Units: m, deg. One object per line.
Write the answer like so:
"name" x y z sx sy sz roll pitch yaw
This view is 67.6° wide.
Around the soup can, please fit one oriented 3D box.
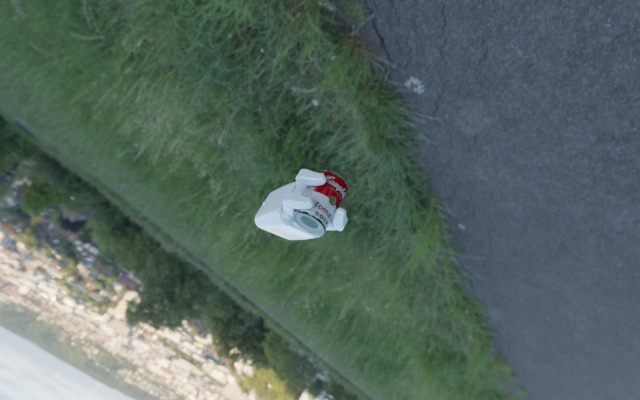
"soup can" 0.000 0.003 0.884 0.068 0.102 0.068 23 -28 13
